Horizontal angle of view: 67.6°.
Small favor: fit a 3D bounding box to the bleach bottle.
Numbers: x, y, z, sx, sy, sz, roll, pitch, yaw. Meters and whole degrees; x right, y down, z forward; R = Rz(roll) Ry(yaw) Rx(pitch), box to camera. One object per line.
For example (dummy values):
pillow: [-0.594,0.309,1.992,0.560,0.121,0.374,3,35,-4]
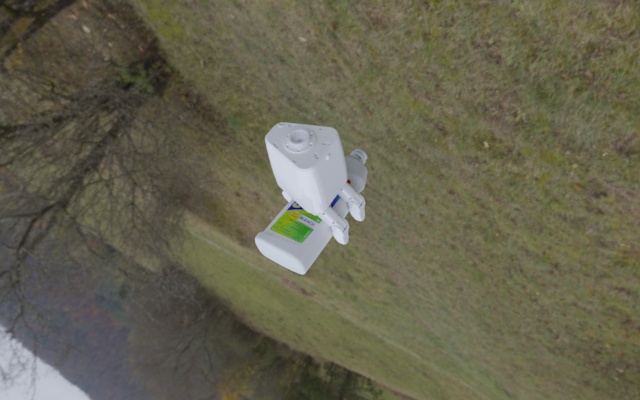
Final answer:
bleach bottle: [0.000,0.003,0.833,0.102,0.250,0.068,24,-28,24]
